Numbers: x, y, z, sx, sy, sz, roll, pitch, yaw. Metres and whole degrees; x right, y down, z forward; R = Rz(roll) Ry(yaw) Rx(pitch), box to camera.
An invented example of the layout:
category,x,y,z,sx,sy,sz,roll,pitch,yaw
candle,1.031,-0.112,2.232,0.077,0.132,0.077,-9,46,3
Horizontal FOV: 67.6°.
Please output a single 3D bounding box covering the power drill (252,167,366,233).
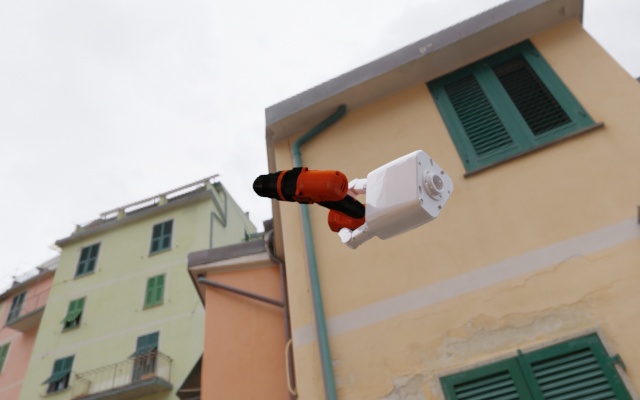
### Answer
category,x,y,z,sx,sy,sz,roll,pitch,yaw
power drill,0.001,0.003,0.806,0.184,0.057,0.188,3,-18,39
